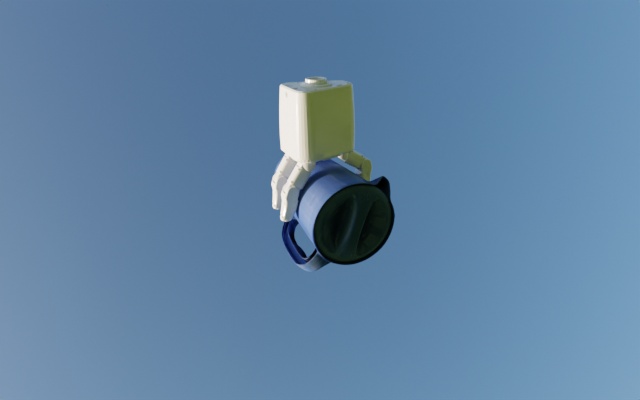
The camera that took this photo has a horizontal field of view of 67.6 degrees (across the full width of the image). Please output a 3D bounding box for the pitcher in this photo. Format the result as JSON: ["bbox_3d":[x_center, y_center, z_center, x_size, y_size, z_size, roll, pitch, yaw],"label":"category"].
[{"bbox_3d":[0.000,0.002,0.795,0.149,0.145,0.242,-11,25,-20],"label":"pitcher"}]
